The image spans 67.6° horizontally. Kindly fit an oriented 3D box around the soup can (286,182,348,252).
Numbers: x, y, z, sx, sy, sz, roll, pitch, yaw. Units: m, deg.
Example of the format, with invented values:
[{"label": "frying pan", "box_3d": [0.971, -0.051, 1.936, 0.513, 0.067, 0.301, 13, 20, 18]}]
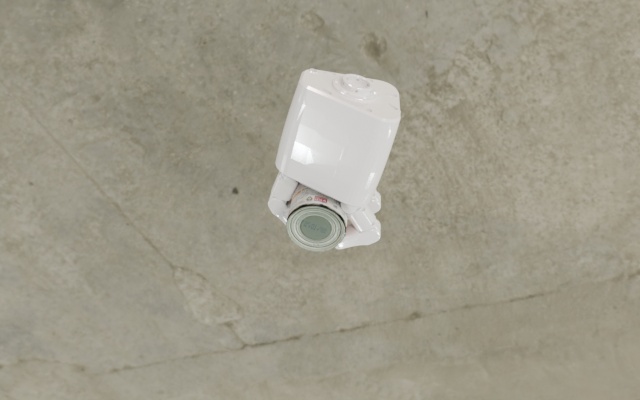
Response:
[{"label": "soup can", "box_3d": [0.000, 0.002, 0.557, 0.068, 0.069, 0.102, 0, 37, 7]}]
